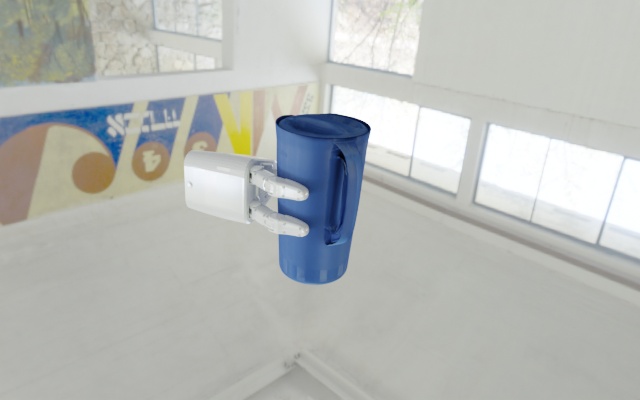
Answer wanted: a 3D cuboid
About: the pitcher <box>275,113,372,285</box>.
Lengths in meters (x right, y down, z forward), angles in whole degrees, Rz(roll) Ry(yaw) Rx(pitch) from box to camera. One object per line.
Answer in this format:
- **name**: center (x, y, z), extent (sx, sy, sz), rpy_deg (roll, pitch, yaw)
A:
- **pitcher**: center (0.000, 0.002, 0.696), extent (0.145, 0.243, 0.149), rpy_deg (12, 25, 16)
